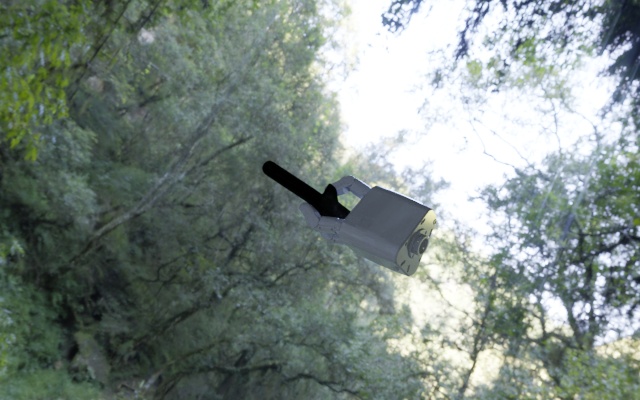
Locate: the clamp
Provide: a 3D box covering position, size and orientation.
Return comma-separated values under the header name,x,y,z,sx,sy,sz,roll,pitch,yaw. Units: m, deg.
name,x,y,z,sx,sy,sz,roll,pitch,yaw
clamp,0.001,0.002,0.819,0.164,0.036,0.210,26,-11,36
